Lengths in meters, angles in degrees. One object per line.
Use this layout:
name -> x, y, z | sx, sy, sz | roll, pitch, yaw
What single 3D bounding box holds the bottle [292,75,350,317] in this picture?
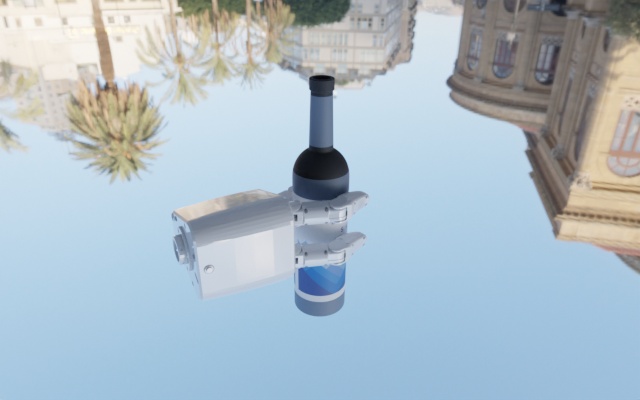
bottle -> 0.000, 0.002, 0.569 | 0.069, 0.296, 0.069 | 0, 27, 0
